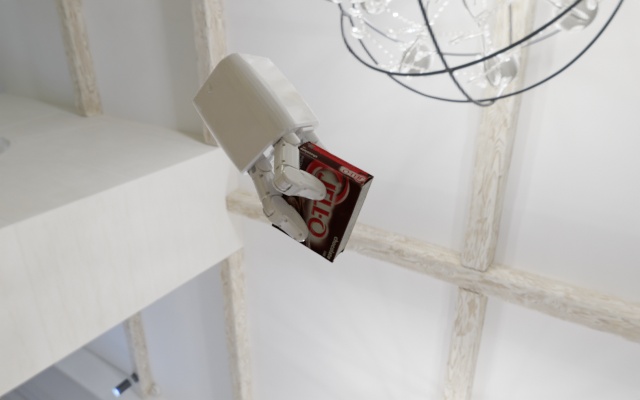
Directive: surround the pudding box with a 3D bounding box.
[{"bbox_3d":[0.000,0.002,0.547,0.090,0.114,0.039,30,36,19],"label":"pudding box"}]
